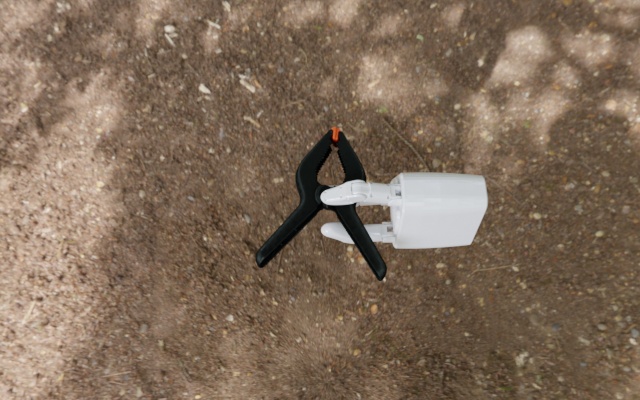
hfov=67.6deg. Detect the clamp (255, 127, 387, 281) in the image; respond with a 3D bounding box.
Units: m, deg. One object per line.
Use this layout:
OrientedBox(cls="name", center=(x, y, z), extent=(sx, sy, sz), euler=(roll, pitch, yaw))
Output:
OrientedBox(cls="clamp", center=(0.000, 0.001, 0.628), extent=(0.164, 0.210, 0.036), euler=(0, -21, 0))
